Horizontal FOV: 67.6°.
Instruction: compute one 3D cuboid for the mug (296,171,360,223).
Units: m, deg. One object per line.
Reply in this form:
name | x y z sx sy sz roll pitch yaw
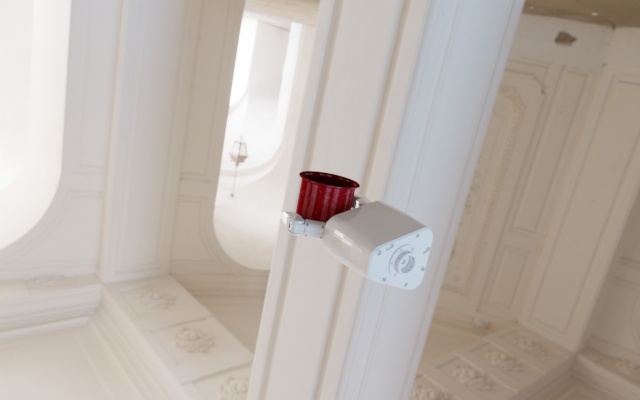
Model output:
mug | -0.001 0.002 0.735 0.093 0.081 0.117 2 17 -32
